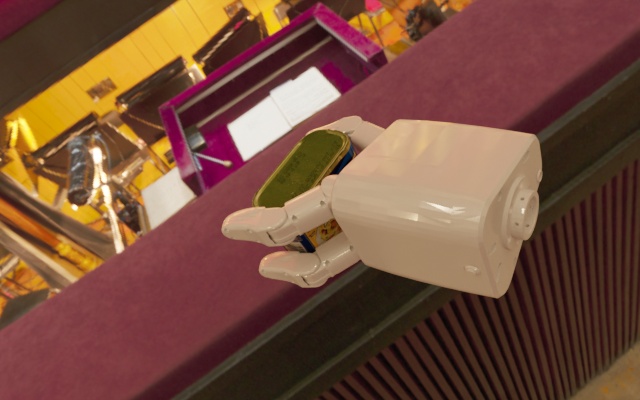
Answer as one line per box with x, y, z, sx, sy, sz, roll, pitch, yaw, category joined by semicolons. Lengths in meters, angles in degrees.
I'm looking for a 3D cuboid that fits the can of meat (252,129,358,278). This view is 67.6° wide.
0.000;0.001;0.411;0.057;0.102;0.084;18;-28;40;can of meat
